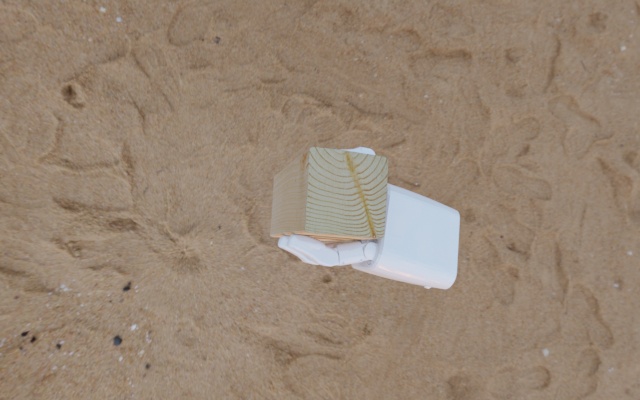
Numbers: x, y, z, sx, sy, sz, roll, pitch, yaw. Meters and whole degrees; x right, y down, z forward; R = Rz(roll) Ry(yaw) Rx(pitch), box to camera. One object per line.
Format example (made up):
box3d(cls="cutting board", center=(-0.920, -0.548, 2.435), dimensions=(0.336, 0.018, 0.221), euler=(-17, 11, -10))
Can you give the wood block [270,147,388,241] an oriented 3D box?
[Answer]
box3d(cls="wood block", center=(0.001, 0.002, 0.593), dimensions=(0.090, 0.091, 0.206), euler=(6, -7, -15))
